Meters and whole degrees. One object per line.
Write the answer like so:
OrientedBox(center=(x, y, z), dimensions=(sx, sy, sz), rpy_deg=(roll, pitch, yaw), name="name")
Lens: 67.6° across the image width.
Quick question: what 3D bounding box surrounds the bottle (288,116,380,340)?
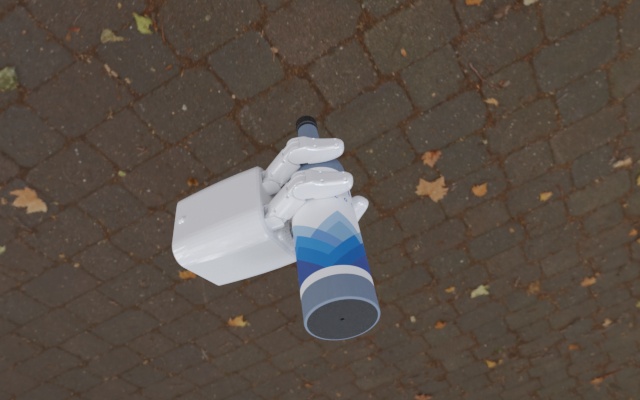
OrientedBox(center=(0.000, 0.002, 0.513), dimensions=(0.069, 0.069, 0.295), rpy_deg=(0, 43, -10), name="bottle")
